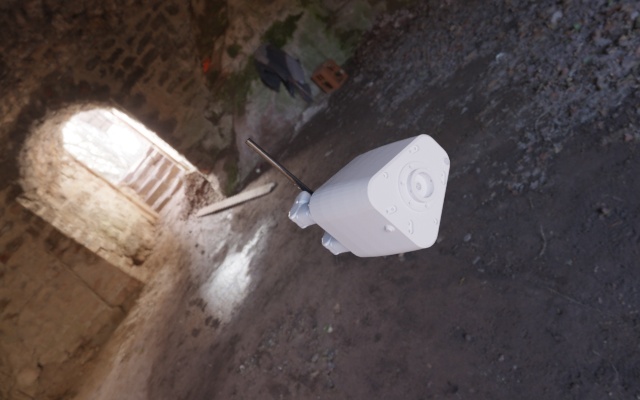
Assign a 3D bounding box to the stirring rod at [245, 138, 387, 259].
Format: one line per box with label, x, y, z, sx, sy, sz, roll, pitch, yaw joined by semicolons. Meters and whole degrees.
stirring rod;0.000;0.002;0.606;0.239;0.011;0.011;40;-15;-19
